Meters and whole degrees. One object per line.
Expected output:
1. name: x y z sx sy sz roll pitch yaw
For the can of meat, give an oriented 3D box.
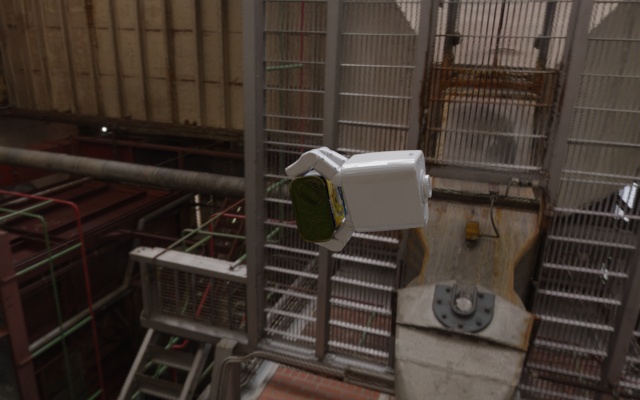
1. can of meat: 0.000 0.002 0.732 0.057 0.102 0.084 -7 15 22
